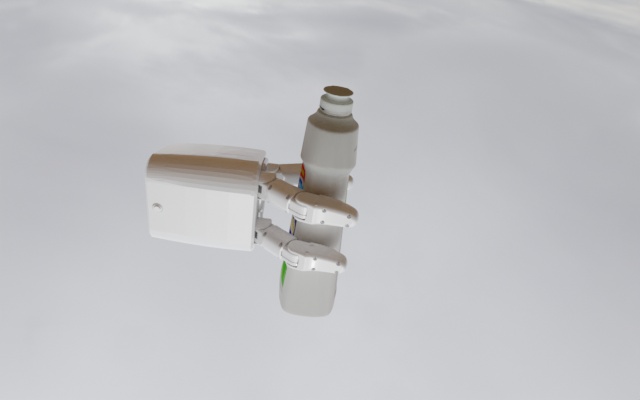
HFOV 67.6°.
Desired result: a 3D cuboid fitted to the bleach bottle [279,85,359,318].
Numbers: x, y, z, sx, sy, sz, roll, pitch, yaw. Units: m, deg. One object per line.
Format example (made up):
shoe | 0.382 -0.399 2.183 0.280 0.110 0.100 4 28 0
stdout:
bleach bottle | 0.000 0.002 0.506 0.068 0.251 0.102 7 31 -4
